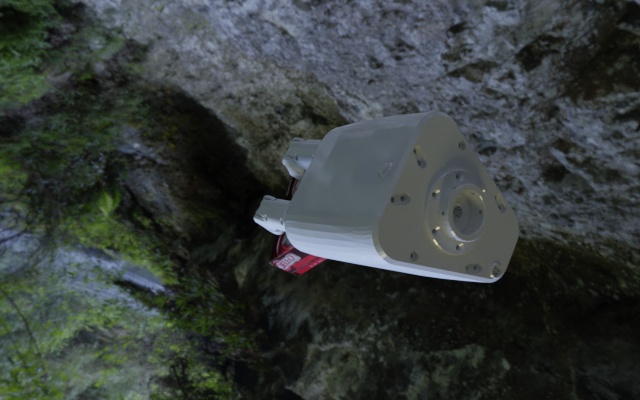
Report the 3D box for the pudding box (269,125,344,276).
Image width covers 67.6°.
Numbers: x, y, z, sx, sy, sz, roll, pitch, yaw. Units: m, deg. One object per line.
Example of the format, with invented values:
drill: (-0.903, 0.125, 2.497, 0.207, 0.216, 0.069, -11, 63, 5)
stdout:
pudding box: (0.000, 0.001, 0.431, 0.039, 0.113, 0.090, 32, -42, -22)
